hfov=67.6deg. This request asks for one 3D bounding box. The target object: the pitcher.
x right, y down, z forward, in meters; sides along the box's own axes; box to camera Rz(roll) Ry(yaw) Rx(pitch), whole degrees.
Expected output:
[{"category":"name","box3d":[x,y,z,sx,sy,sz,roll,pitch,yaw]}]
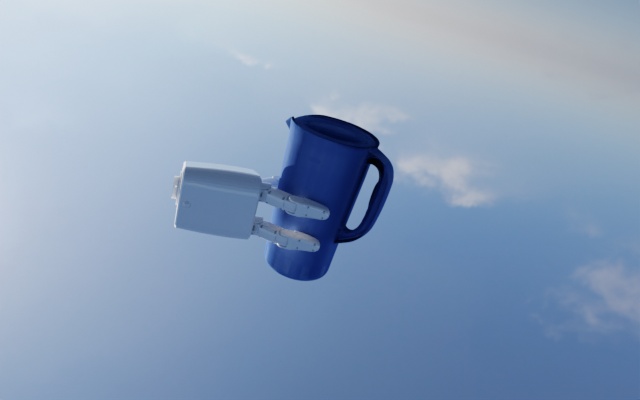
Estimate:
[{"category":"pitcher","box3d":[0.000,0.002,0.725,0.145,0.243,0.149,9,24,-18]}]
